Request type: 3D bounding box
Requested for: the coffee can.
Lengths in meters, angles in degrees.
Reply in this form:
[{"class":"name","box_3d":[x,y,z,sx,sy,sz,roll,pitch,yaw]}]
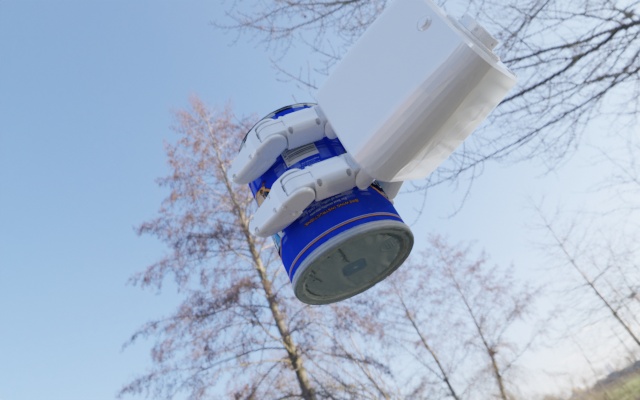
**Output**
[{"class":"coffee can","box_3d":[0.000,0.002,0.406,0.103,0.140,0.103,-19,-34,-14]}]
